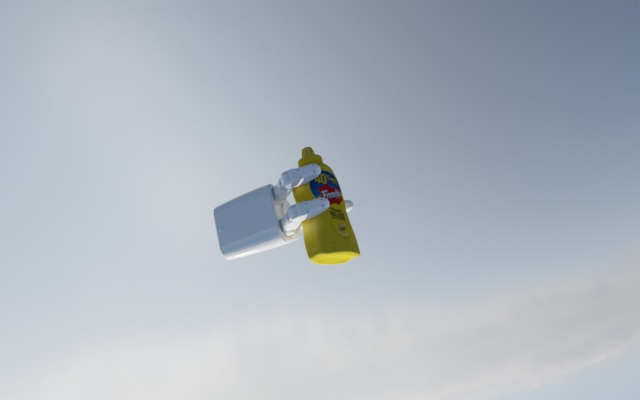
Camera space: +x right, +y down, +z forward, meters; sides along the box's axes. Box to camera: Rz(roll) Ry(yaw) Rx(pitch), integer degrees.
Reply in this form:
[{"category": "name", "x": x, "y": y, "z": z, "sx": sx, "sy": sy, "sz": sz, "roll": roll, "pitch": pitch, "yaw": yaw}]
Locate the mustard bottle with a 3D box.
[{"category": "mustard bottle", "x": 0.000, "y": 0.003, "z": 0.748, "sx": 0.058, "sy": 0.191, "sz": 0.096, "roll": -31, "pitch": -26, "yaw": 35}]
